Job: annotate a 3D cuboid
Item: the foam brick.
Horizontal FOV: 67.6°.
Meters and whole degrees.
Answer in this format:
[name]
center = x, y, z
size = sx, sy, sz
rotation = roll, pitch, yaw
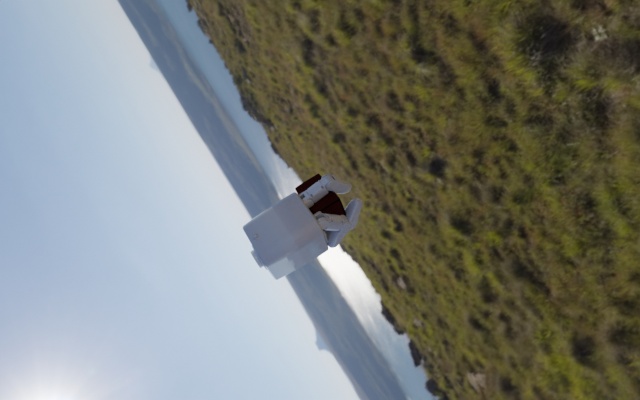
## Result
[foam brick]
center = 0.000, 0.003, 0.822
size = 0.051, 0.053, 0.078
rotation = -32, 49, -7
